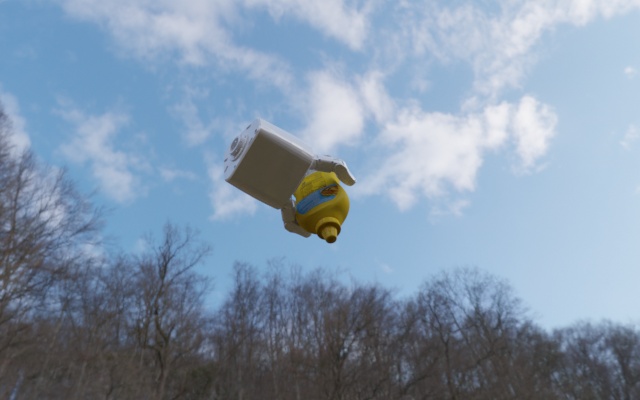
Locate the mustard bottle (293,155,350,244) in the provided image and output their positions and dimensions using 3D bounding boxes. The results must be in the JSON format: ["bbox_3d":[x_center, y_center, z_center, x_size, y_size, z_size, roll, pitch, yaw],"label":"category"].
[{"bbox_3d":[0.000,0.003,0.821,0.096,0.058,0.191,-27,38,9],"label":"mustard bottle"}]
